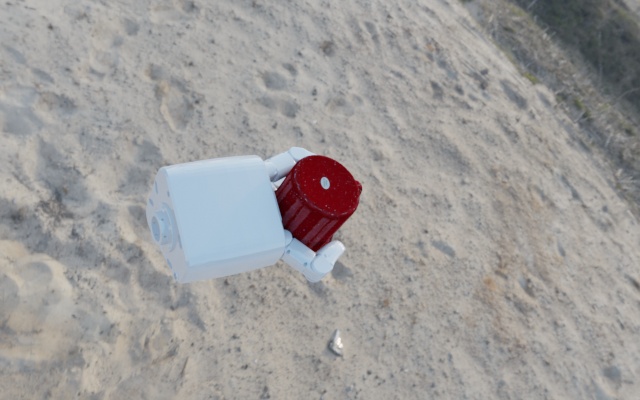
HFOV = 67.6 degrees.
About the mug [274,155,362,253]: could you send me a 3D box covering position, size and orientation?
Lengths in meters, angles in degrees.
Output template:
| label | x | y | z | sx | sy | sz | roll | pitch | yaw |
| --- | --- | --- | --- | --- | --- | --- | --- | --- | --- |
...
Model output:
| label | x | y | z | sx | sy | sz | roll | pitch | yaw |
| --- | --- | --- | --- | --- | --- | --- | --- | --- | --- |
| mug | 0.001 | 0.001 | 0.538 | 0.117 | 0.093 | 0.081 | -11 | -26 | -36 |
